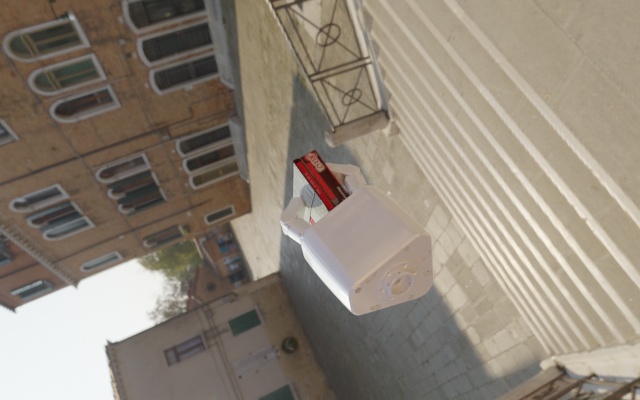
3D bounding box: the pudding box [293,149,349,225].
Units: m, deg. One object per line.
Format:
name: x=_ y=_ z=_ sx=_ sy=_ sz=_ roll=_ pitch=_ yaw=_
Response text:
pudding box: x=0.000 y=0.002 z=0.624 sx=0.039 sy=0.090 sz=0.114 roll=-26 pitch=-24 yaw=-19
